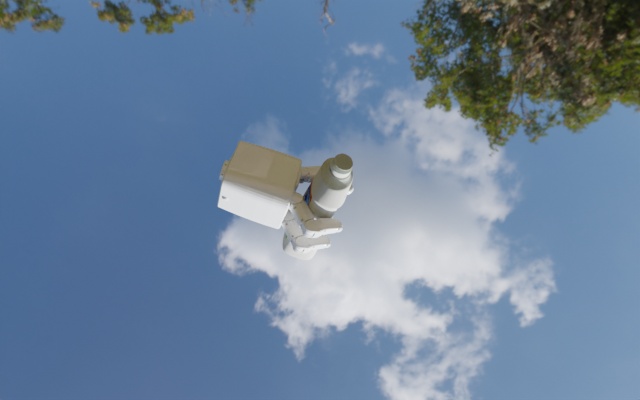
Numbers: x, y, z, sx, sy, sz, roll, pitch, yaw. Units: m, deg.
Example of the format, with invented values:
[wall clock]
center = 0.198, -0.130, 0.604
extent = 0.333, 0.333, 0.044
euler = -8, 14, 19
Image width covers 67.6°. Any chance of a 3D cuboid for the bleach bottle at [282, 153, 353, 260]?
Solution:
[bleach bottle]
center = 0.000, 0.003, 0.769
extent = 0.068, 0.102, 0.251
euler = 19, -34, -6
